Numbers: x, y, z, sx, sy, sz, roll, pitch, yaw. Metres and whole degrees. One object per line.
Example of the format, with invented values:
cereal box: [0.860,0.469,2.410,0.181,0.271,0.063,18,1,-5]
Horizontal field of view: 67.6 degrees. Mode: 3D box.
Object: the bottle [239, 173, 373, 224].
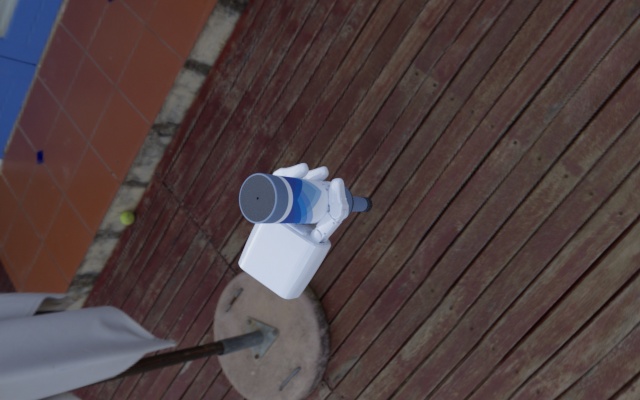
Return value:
bottle: [0.000,0.002,0.745,0.069,0.069,0.296,0,-2,34]
